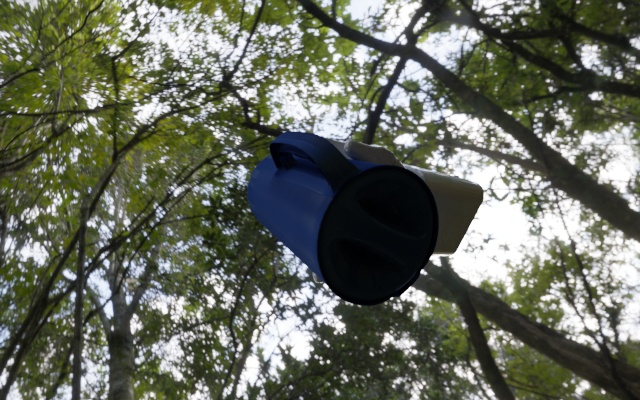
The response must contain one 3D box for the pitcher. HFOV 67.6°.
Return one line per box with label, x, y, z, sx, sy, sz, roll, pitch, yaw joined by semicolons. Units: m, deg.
pitcher;0.000;0.002;0.530;0.145;0.149;0.242;5;10;-29
